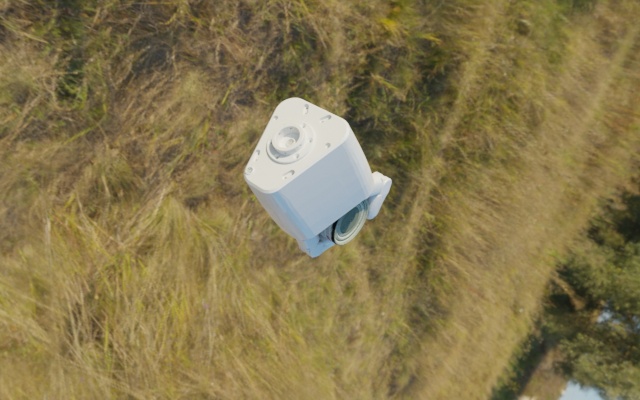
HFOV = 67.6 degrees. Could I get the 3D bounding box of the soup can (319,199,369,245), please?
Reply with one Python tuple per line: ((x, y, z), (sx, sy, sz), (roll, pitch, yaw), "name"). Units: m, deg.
((0.000, 0.002, 0.587), (0.102, 0.068, 0.068), (31, 17, 30), "soup can")
